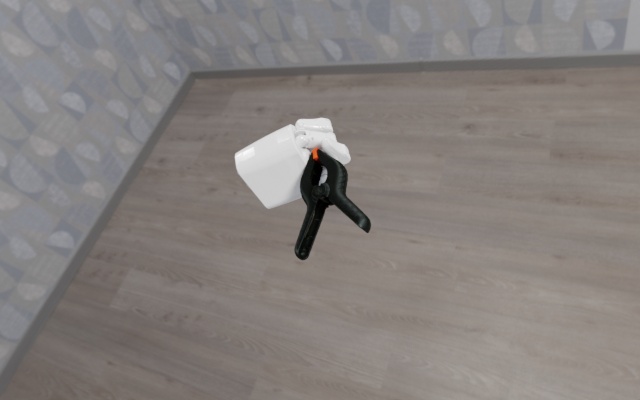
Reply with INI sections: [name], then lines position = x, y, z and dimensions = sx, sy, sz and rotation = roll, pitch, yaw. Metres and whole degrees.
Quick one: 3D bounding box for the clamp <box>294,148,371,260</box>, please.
[clamp]
position = 0.000, 0.002, 0.693
dimensions = 0.120, 0.171, 0.039
rotation = -29, -41, 15
